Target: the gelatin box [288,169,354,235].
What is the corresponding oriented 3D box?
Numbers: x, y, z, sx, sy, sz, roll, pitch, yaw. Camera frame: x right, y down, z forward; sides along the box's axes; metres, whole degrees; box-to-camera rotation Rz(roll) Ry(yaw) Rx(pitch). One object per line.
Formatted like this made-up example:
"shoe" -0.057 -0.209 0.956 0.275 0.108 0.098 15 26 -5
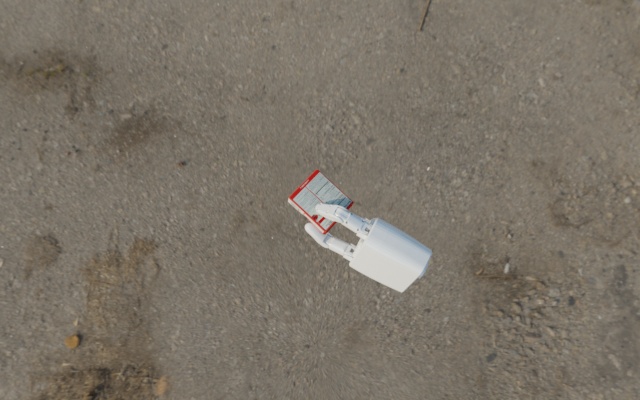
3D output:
"gelatin box" 0.000 0.002 0.820 0.089 0.073 0.030 43 -15 3
